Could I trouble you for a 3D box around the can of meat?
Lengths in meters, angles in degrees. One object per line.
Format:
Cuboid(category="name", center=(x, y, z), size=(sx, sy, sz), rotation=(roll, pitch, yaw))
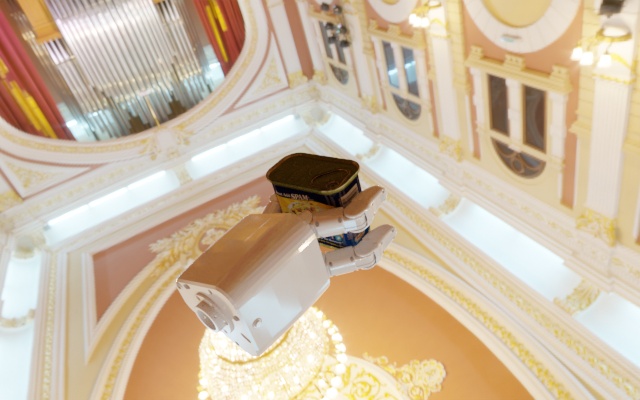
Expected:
Cuboid(category="can of meat", center=(0.000, 0.002, 0.517), size=(0.102, 0.084, 0.057), rotation=(12, 43, 36))
